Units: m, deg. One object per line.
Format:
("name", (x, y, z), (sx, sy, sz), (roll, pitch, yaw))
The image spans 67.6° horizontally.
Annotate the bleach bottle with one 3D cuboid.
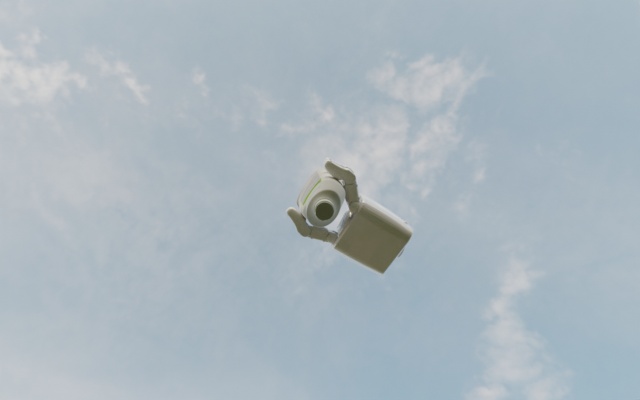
("bleach bottle", (0.000, 0.003, 0.836), (0.068, 0.102, 0.251), (30, 8, -5))
